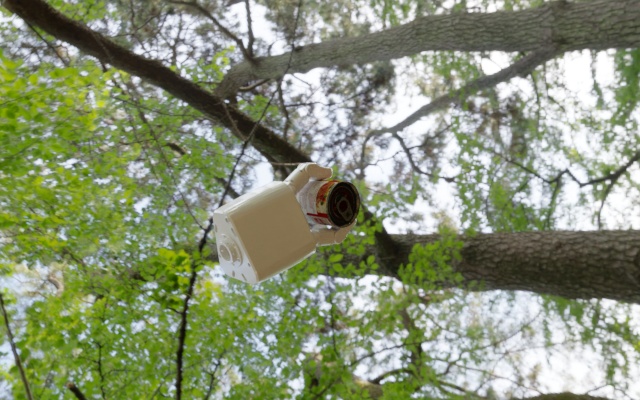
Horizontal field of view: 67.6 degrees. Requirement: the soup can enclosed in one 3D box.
[{"bbox_3d":[0.000,0.002,0.725,0.068,0.068,0.102,0,4,-43],"label":"soup can"}]
